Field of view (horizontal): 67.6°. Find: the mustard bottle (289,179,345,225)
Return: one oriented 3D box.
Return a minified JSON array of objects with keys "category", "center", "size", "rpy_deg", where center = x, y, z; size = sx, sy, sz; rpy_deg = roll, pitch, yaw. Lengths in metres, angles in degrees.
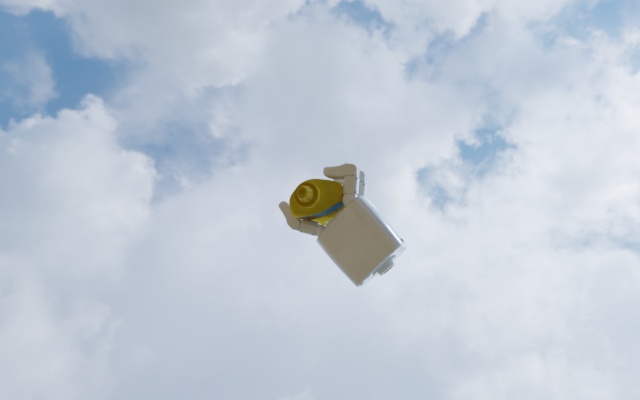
[{"category":"mustard bottle","center":[0.000,0.002,0.809],"size":[0.096,0.058,0.192],"rpy_deg":[-19,-13,14]}]
